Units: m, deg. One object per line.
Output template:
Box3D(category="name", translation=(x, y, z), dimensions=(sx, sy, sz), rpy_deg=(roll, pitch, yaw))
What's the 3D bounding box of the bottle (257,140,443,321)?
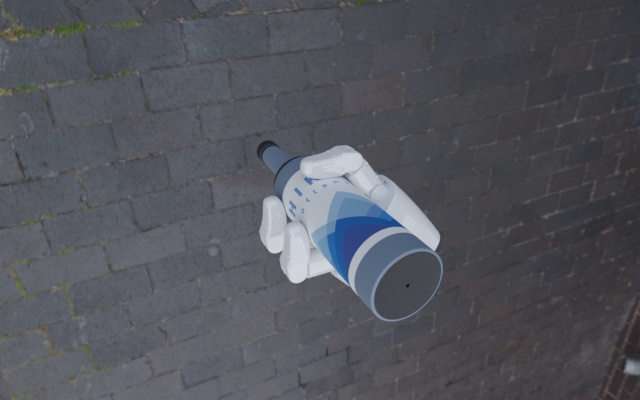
Box3D(category="bottle", translation=(0.000, 0.002, 0.475), dimensions=(0.069, 0.069, 0.295), rpy_deg=(0, 26, -30))
